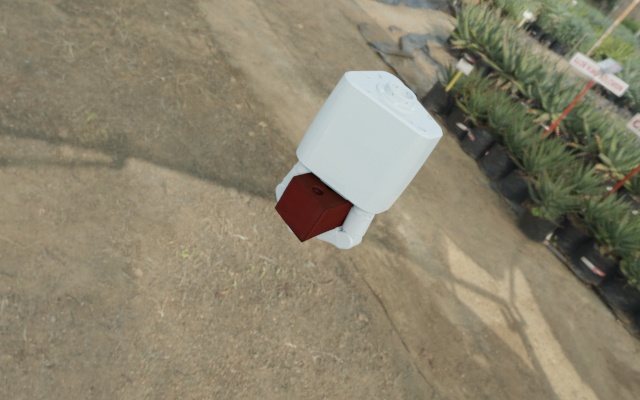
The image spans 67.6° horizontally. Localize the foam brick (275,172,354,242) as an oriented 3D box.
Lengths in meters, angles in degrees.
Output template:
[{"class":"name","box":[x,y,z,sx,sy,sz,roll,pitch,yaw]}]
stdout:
[{"class":"foam brick","box":[0.000,0.002,0.522,0.078,0.053,0.051,-18,-30,-48]}]
